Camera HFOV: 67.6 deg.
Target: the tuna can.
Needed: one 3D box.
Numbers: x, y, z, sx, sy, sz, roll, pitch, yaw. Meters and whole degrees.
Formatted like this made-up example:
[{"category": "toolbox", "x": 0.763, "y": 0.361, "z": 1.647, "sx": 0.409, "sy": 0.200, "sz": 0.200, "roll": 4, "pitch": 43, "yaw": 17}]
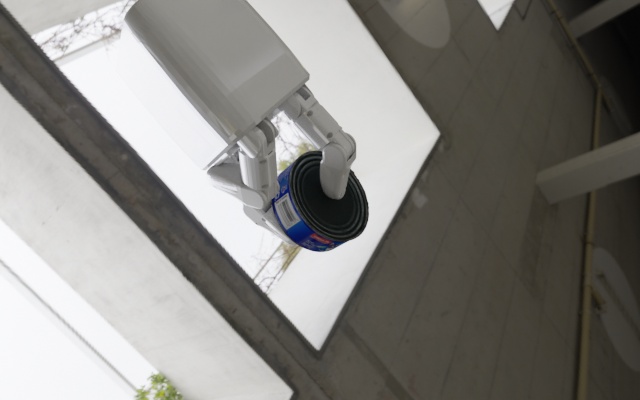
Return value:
[{"category": "tuna can", "x": 0.000, "y": 0.002, "z": 0.421, "sx": 0.086, "sy": 0.086, "sz": 0.034, "roll": 0, "pitch": -24, "yaw": -41}]
